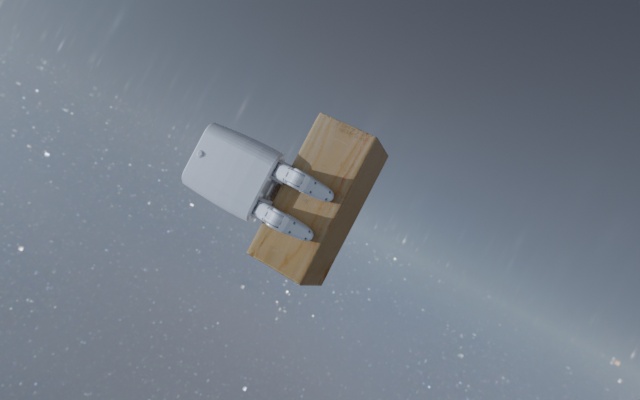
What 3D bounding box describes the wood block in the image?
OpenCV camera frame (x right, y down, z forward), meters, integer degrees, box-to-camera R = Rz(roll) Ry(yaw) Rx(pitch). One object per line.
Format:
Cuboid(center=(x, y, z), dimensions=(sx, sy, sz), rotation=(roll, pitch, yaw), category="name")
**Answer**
Cuboid(center=(0.000, 0.002, 0.643), dimensions=(0.090, 0.206, 0.091), rotation=(27, -1, 19), category="wood block")
